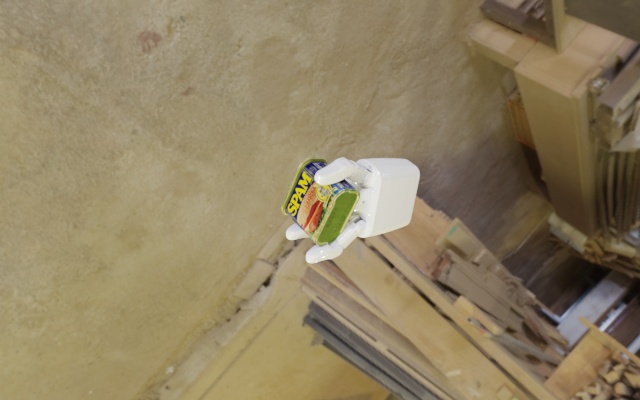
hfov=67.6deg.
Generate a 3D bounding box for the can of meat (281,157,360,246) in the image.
[{"bbox_3d":[0.000,0.002,0.694,0.057,0.102,0.084,-3,37,-46],"label":"can of meat"}]
